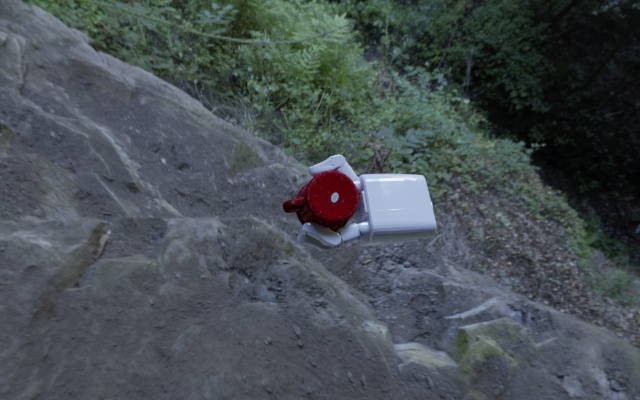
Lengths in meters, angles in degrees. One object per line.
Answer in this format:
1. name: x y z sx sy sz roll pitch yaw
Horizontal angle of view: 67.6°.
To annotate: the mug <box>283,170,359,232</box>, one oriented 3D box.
1. mug: -0.001 0.002 0.736 0.117 0.093 0.081 -3 -11 -11
